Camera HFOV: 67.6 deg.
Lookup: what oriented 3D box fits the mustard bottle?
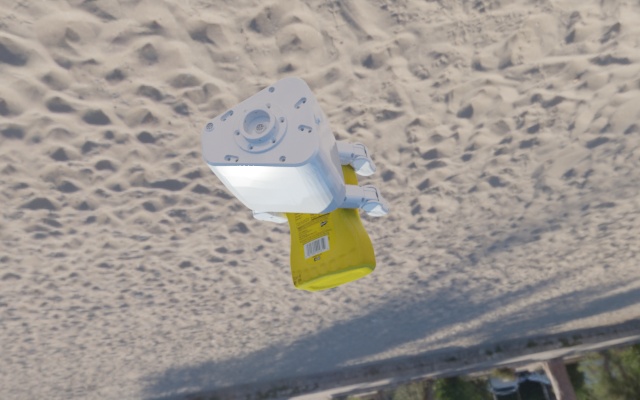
[{"bbox_3d":[0.000,0.002,0.557,0.096,0.191,0.058,-25,-27,30],"label":"mustard bottle"}]
